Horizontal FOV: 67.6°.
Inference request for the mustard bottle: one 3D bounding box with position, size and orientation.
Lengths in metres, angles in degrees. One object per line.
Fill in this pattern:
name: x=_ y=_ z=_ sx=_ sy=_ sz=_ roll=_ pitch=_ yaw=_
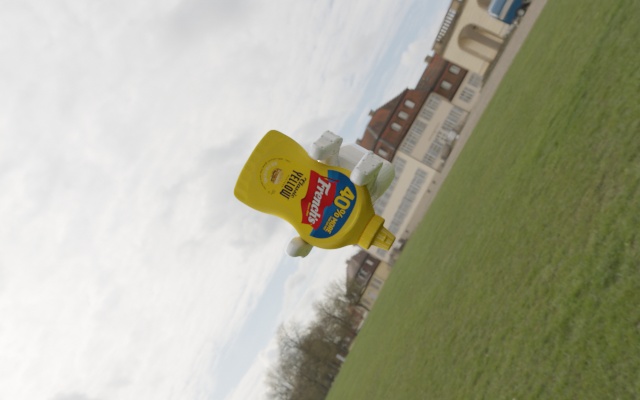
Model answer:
mustard bottle: x=0.000 y=0.002 z=0.556 sx=0.191 sy=0.096 sz=0.058 roll=30 pitch=-2 yaw=12
